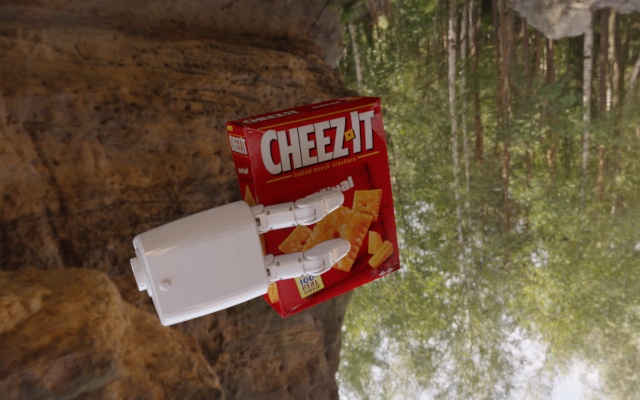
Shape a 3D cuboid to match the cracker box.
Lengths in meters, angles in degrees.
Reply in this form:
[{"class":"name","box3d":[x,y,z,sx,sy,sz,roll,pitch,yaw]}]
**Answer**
[{"class":"cracker box","box3d":[0.000,0.002,0.543,0.164,0.214,0.072,-17,19,-24]}]
